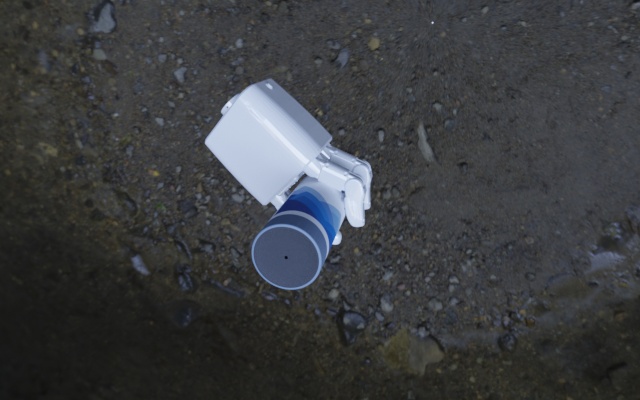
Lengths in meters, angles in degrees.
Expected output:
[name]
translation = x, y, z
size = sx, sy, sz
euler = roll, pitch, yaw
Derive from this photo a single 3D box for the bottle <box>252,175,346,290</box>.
[bottle]
translation = 0.000, 0.002, 0.566
size = 0.069, 0.069, 0.295
euler = 0, 20, 13
